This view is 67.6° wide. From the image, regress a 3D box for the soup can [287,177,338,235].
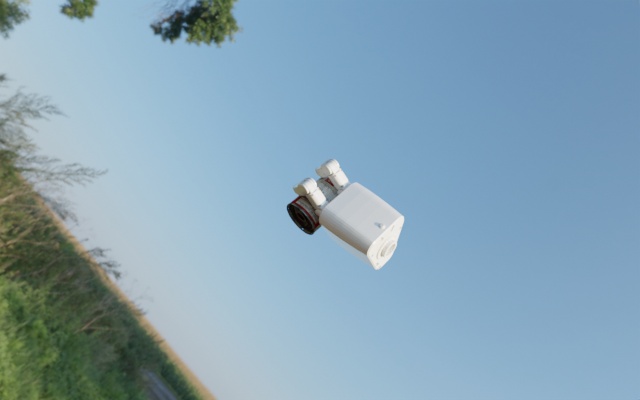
[{"bbox_3d":[0.000,0.002,0.839,0.102,0.068,0.068,-41,19,-24],"label":"soup can"}]
